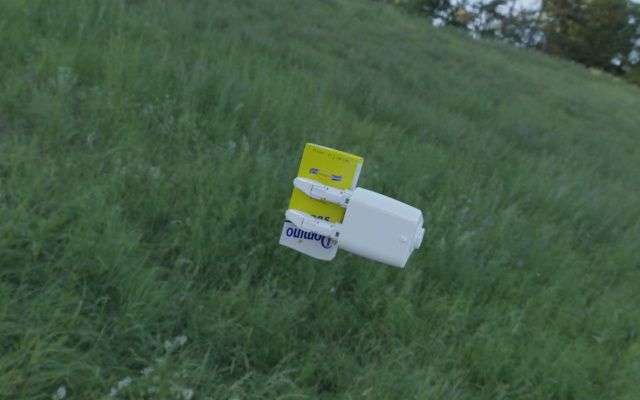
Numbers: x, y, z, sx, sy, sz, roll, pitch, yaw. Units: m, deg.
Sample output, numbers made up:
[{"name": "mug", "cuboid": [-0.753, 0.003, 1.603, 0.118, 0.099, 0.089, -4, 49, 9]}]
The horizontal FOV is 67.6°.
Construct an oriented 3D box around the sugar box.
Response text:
[{"name": "sugar box", "cuboid": [0.000, 0.003, 0.783, 0.093, 0.176, 0.048, 18, 10, 16]}]
